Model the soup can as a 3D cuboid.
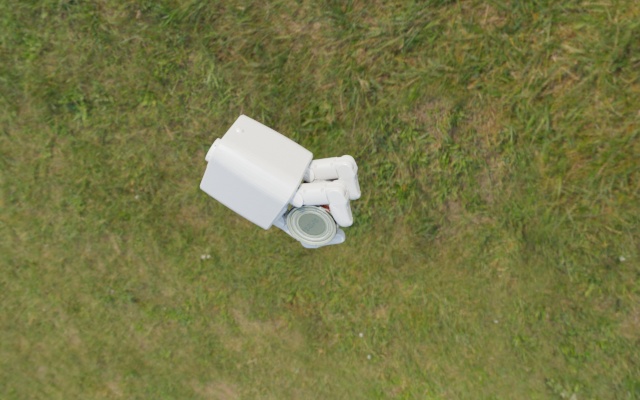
[{"bbox_3d":[0.000,0.003,0.631,0.068,0.068,0.102,0,36,17],"label":"soup can"}]
